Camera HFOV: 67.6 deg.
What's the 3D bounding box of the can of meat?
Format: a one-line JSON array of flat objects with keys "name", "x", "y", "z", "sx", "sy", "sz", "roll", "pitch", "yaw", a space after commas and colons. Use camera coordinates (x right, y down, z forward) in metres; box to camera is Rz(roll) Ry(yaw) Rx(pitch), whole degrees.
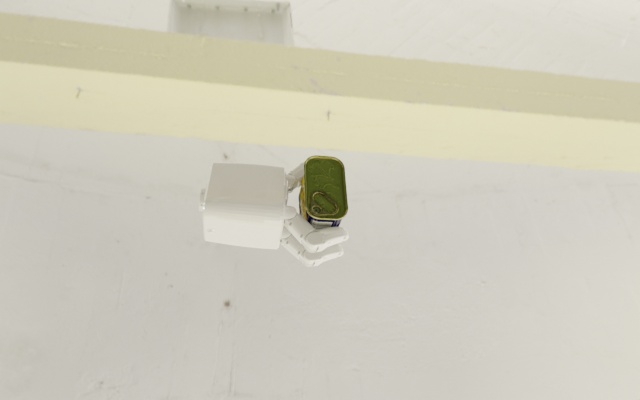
[{"name": "can of meat", "x": 0.000, "y": 0.002, "z": 0.676, "sx": 0.057, "sy": 0.102, "sz": 0.084, "roll": 3, "pitch": -32, "yaw": -10}]
